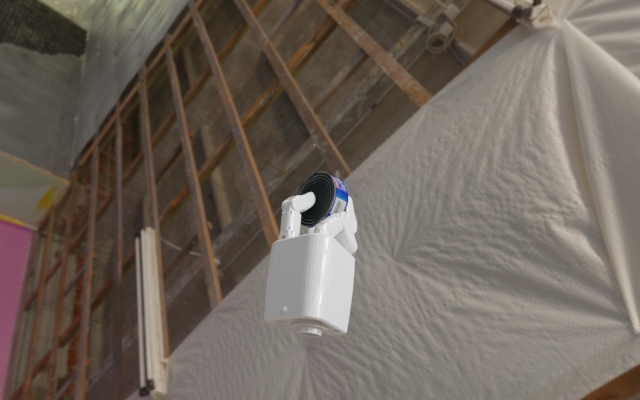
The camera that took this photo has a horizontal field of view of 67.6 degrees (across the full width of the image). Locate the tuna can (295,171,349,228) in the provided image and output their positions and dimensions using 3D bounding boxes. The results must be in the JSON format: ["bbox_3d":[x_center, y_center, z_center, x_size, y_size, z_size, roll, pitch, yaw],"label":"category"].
[{"bbox_3d":[0.001,0.002,0.711,0.086,0.086,0.034,0,-19,47],"label":"tuna can"}]
